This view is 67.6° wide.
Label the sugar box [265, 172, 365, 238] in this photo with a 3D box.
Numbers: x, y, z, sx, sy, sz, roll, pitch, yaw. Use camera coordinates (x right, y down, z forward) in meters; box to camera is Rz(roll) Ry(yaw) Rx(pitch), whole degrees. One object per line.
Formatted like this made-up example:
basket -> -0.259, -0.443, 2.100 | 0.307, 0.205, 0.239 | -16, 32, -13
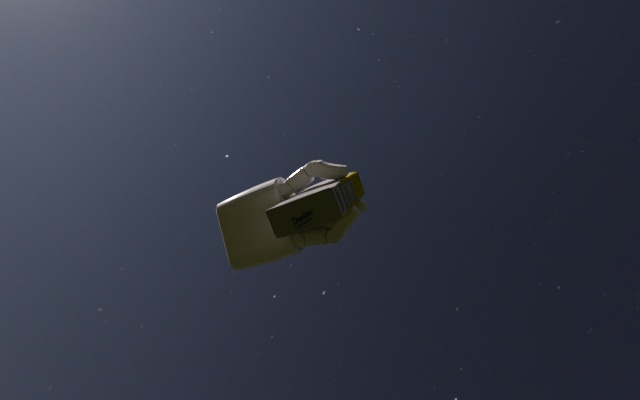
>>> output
sugar box -> 0.000, 0.003, 0.660 | 0.093, 0.048, 0.176 | -19, 7, 18
